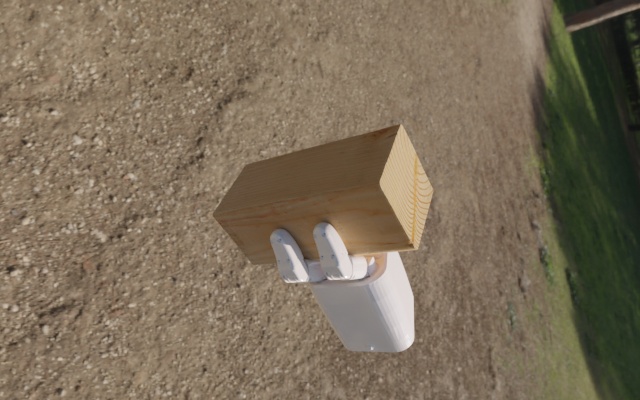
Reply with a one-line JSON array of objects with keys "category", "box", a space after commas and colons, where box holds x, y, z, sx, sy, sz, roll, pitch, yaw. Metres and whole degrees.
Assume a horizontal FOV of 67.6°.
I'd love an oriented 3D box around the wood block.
[{"category": "wood block", "box": [0.000, 0.002, 0.509, 0.206, 0.090, 0.090, -10, 37, 34]}]
